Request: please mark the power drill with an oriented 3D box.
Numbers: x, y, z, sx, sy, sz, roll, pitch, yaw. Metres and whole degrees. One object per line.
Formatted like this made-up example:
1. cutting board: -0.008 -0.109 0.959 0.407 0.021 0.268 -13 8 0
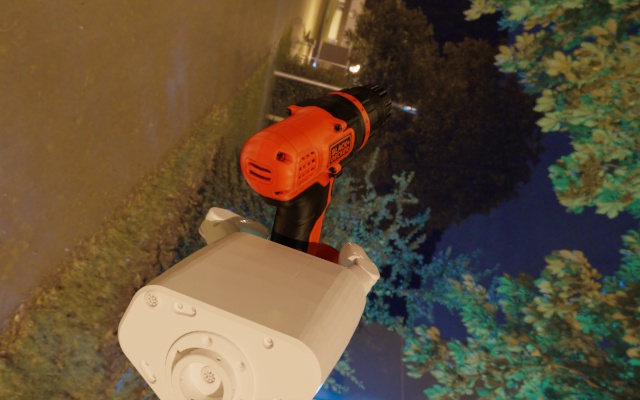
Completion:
1. power drill: 0.000 0.002 0.410 0.057 0.188 0.184 22 34 26
